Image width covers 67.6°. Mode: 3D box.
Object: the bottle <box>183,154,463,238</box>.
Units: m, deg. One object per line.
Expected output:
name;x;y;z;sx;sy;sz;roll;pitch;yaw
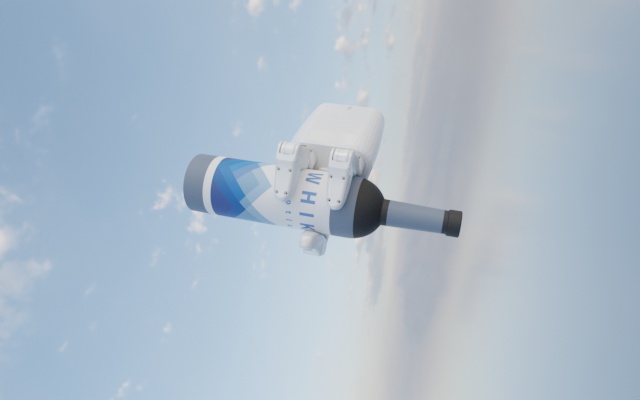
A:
bottle;0.000;0.002;0.516;0.295;0.069;0.069;9;2;13
